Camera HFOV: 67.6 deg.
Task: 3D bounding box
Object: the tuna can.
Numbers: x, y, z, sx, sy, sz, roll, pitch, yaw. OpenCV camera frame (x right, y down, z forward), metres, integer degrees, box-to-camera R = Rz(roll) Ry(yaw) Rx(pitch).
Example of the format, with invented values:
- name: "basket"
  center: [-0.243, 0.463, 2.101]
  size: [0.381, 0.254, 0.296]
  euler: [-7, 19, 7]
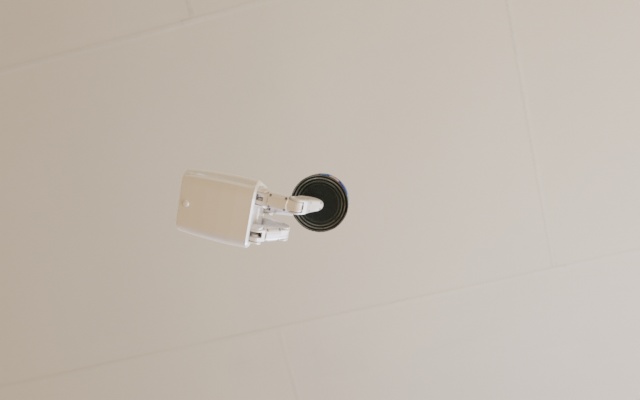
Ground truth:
- name: "tuna can"
  center: [0.000, 0.002, 0.715]
  size: [0.086, 0.086, 0.033]
  euler: [0, 8, 7]
